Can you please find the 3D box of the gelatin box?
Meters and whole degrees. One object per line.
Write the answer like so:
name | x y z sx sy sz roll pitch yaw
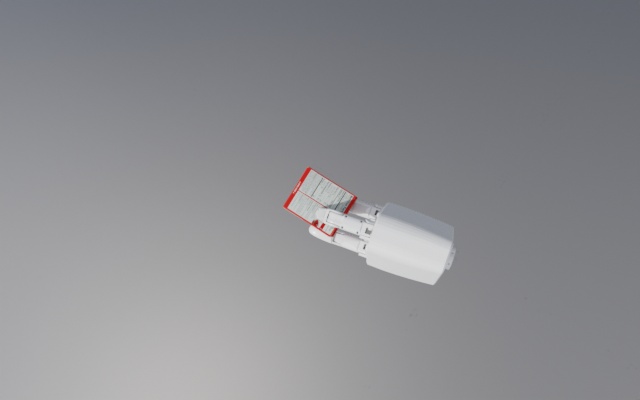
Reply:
gelatin box | 0.000 0.002 0.721 0.089 0.073 0.030 32 3 7
